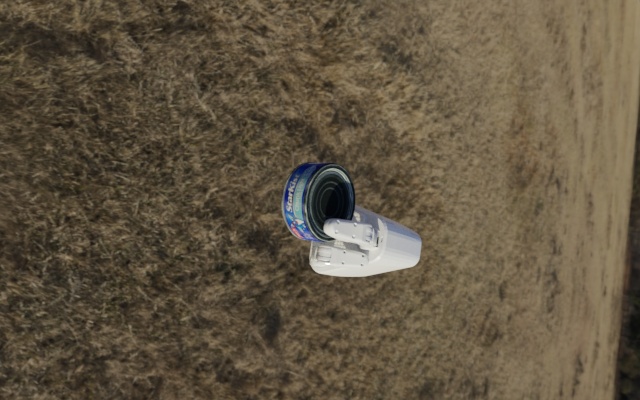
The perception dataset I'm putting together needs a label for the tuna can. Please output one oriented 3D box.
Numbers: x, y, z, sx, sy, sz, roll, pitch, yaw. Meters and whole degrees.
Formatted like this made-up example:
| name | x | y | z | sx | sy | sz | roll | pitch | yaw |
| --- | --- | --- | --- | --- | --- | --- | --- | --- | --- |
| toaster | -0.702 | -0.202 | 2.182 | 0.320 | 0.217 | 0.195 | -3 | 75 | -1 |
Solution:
| name | x | y | z | sx | sy | sz | roll | pitch | yaw |
| --- | --- | --- | --- | --- | --- | --- | --- | --- | --- |
| tuna can | 0.000 | 0.002 | 0.511 | 0.034 | 0.086 | 0.086 | 5 | 3 | 41 |
